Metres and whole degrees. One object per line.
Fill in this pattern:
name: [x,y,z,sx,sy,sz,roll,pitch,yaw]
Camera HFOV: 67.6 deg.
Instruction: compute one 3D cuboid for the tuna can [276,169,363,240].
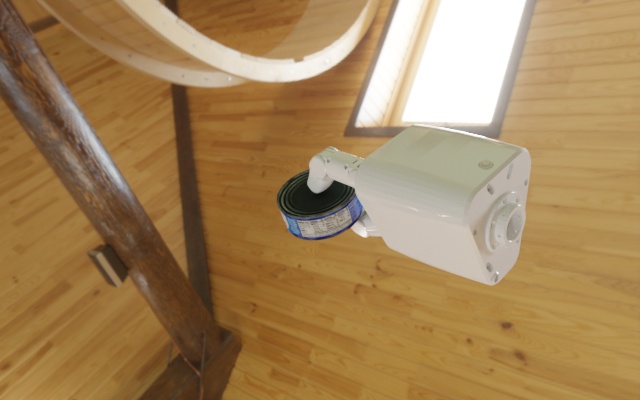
tuna can: [0.000,0.002,0.495,0.086,0.034,0.086,-12,36,9]
